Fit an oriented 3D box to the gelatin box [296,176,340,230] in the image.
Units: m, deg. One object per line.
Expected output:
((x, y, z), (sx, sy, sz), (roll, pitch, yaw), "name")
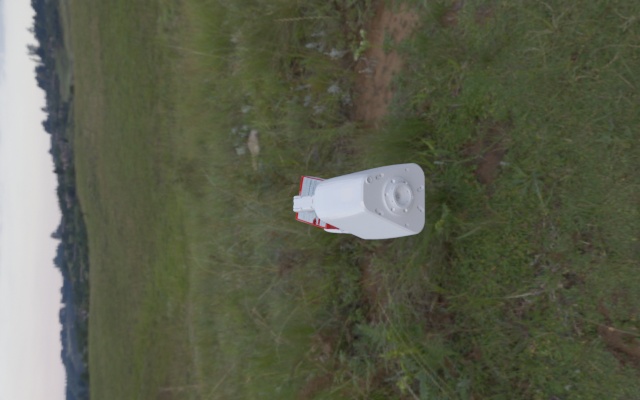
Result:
((0.000, 0.002, 0.751), (0.030, 0.073, 0.089), (5, 6, -36), "gelatin box")
